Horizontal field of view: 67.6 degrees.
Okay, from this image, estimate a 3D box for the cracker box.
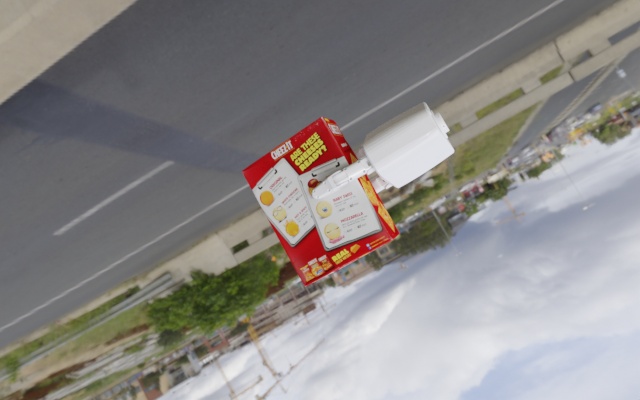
[{"bbox_3d":[0.000,0.003,0.760,0.164,0.213,0.072,-31,-6,19],"label":"cracker box"}]
